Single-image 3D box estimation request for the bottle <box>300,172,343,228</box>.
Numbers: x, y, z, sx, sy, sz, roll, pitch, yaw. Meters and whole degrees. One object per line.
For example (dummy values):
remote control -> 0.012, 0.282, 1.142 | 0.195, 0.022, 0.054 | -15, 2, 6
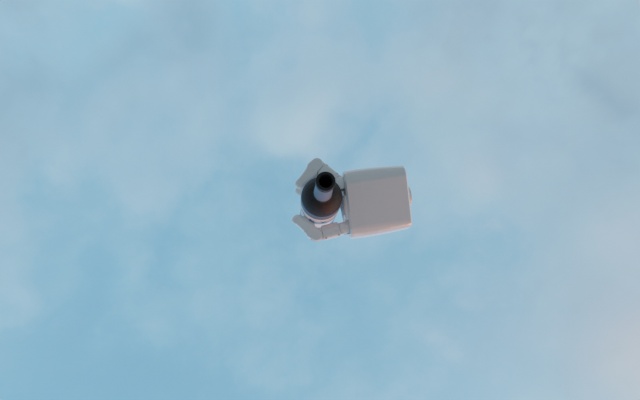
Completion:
bottle -> 0.000, 0.003, 0.793 | 0.069, 0.069, 0.296 | 0, -11, -3
